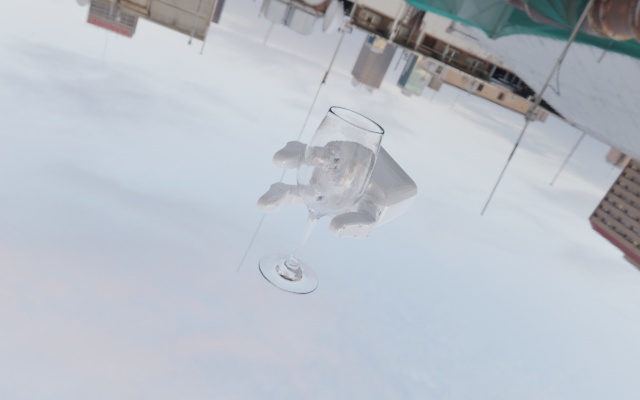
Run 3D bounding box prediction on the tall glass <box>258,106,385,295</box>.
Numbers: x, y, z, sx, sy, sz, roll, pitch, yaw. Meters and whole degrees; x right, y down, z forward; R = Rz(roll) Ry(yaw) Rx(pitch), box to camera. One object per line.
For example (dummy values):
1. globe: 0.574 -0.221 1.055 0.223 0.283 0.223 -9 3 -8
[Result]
1. tall glass: 0.000 0.002 0.522 0.079 0.201 0.079 20 23 -9
